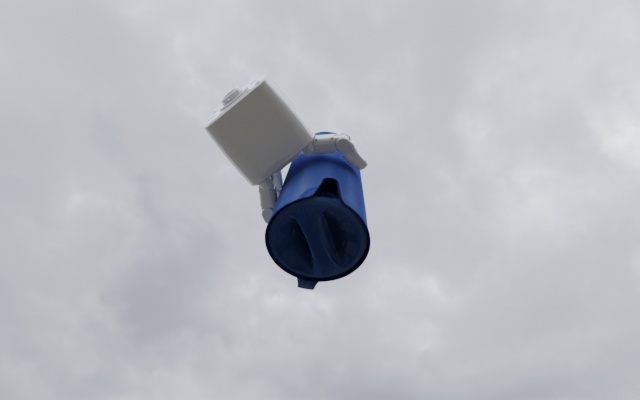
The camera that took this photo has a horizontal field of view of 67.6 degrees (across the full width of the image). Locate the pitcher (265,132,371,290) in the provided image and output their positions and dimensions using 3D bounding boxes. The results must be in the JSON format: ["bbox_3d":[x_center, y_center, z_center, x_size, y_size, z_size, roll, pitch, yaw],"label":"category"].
[{"bbox_3d":[0.000,0.002,0.702,0.149,0.145,0.242,-30,24,20],"label":"pitcher"}]
